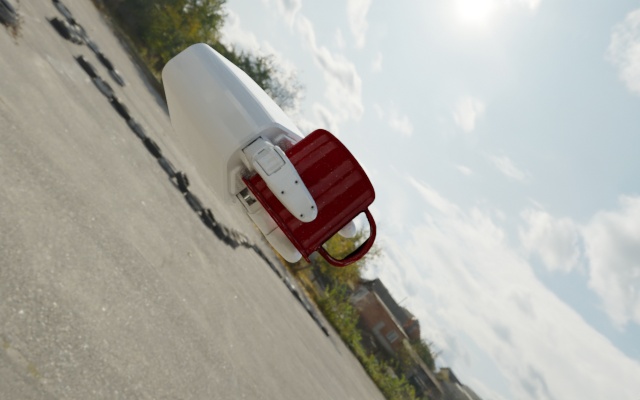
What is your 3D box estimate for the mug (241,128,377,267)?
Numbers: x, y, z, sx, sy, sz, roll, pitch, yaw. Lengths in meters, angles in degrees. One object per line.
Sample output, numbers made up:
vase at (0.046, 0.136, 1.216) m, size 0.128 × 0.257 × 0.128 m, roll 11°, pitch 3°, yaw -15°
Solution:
mug at (0.001, 0.002, 0.407) m, size 0.081 × 0.117 × 0.093 m, roll -38°, pitch -14°, yaw -6°
